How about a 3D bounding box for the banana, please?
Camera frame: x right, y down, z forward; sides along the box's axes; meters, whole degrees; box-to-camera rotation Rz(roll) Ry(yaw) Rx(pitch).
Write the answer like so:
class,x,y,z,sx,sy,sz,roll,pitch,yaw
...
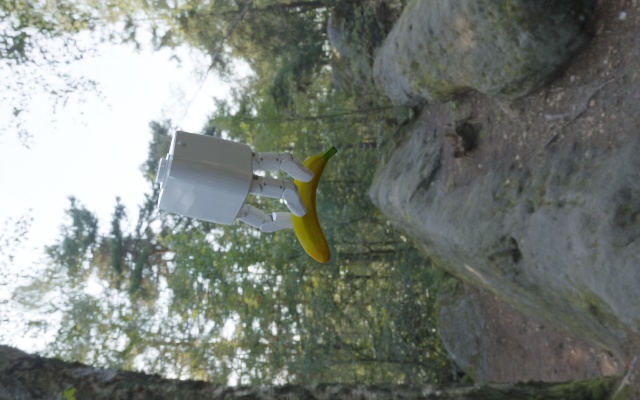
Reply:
class,x,y,z,sx,sy,sz,roll,pitch,yaw
banana,-0.014,0.005,0.710,0.069,0.197,0.037,-21,-38,35
